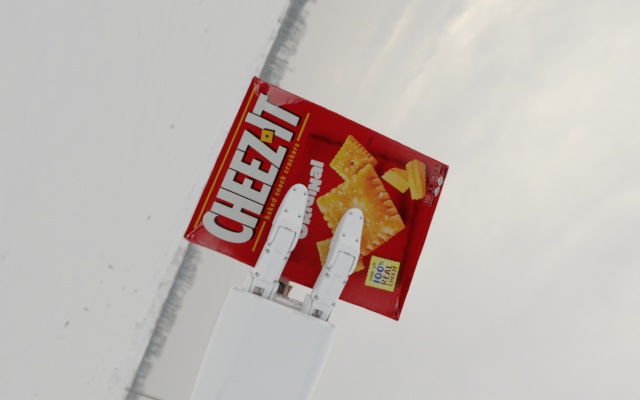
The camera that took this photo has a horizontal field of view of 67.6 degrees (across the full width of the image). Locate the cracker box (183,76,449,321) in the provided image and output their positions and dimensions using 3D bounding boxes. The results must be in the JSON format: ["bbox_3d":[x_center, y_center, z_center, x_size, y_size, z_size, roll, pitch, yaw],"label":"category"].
[{"bbox_3d":[0.000,0.002,0.466,0.214,0.164,0.072,23,-9,-11],"label":"cracker box"}]
